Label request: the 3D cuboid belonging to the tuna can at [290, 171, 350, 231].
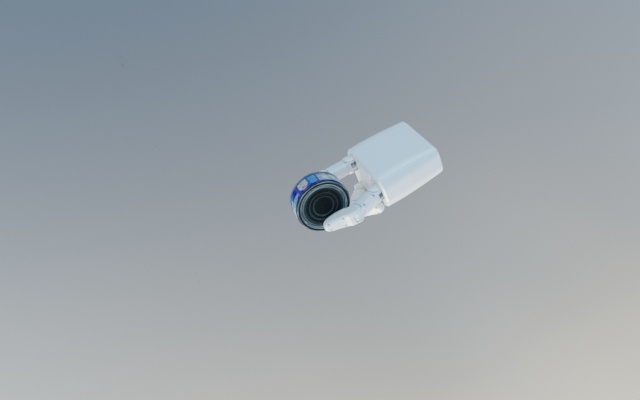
[{"bbox_3d":[0.000,0.003,0.710,0.086,0.086,0.033,0,27,-22],"label":"tuna can"}]
